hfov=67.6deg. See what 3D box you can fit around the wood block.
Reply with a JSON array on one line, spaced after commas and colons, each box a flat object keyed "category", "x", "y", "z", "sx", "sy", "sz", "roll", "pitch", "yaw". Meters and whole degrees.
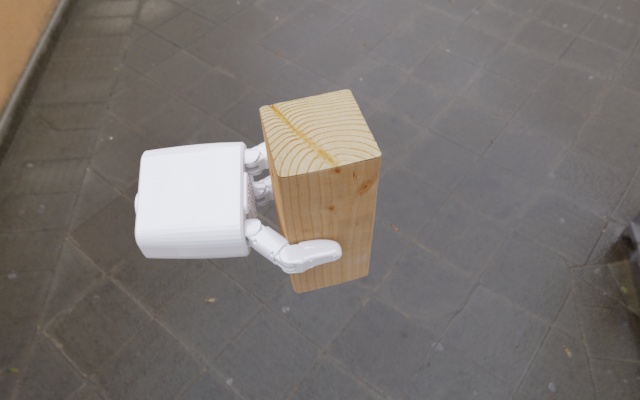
[{"category": "wood block", "x": 0.000, "y": 0.002, "z": 0.495, "sx": 0.090, "sy": 0.090, "sz": 0.206, "roll": -13, "pitch": -36, "yaw": -8}]
